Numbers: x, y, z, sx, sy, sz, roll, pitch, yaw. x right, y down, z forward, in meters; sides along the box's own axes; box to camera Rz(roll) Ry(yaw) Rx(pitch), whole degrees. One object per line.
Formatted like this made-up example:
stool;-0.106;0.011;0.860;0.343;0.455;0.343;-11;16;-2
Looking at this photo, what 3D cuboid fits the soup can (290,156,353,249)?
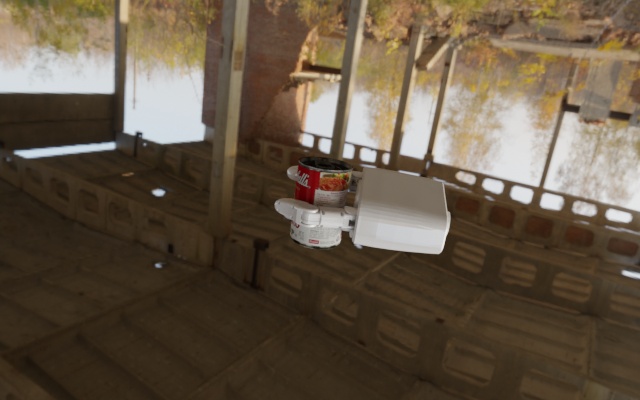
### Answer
soup can;0.000;0.002;0.601;0.068;0.102;0.068;7;17;-2
